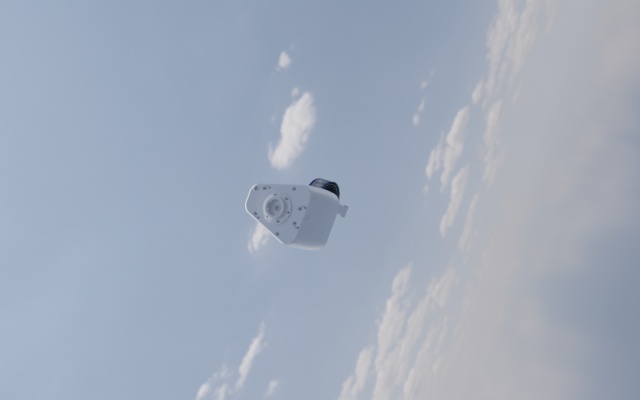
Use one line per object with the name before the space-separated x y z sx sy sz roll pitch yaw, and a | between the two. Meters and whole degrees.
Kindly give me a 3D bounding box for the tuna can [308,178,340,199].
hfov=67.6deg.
tuna can | 0.000 0.003 0.879 0.033 0.086 0.086 18 8 27
